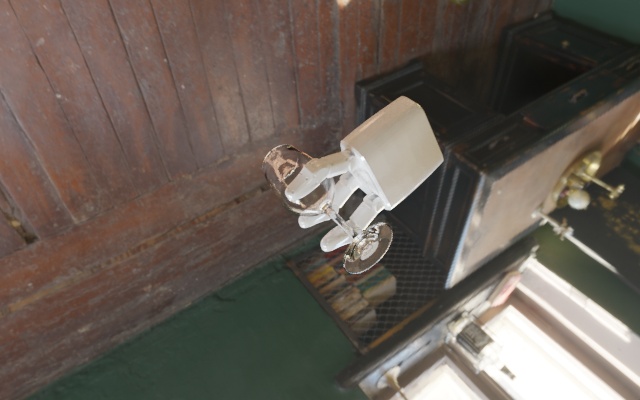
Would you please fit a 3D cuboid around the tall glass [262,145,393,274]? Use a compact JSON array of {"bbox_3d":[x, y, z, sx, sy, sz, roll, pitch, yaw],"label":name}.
[{"bbox_3d":[0.000,0.002,0.618,0.079,0.079,0.201,0,33,-44],"label":"tall glass"}]
